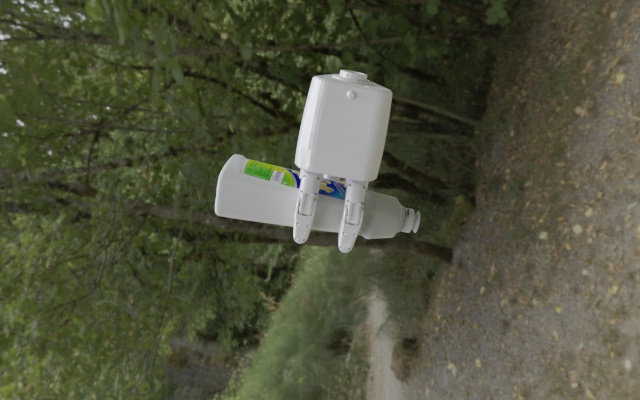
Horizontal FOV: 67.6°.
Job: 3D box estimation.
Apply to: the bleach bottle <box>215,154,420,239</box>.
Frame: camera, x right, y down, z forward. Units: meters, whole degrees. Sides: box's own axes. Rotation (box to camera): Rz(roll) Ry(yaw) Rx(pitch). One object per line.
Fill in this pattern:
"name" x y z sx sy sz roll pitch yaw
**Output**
"bleach bottle" 0.000 0.002 0.612 0.251 0.068 0.102 10 20 -2
